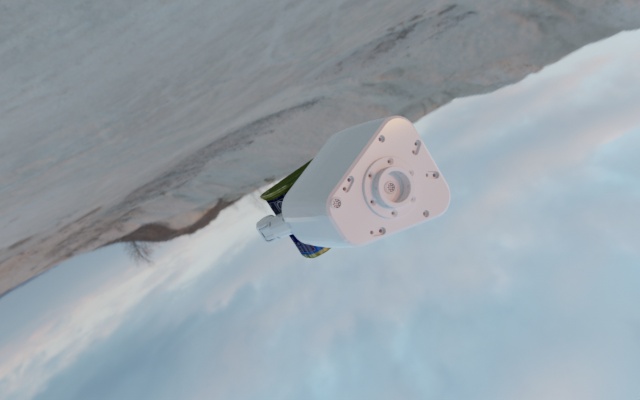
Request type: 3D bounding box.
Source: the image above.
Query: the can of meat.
[{"bbox_3d":[0.000,0.002,0.525,0.102,0.084,0.057,-37,11,-22],"label":"can of meat"}]
